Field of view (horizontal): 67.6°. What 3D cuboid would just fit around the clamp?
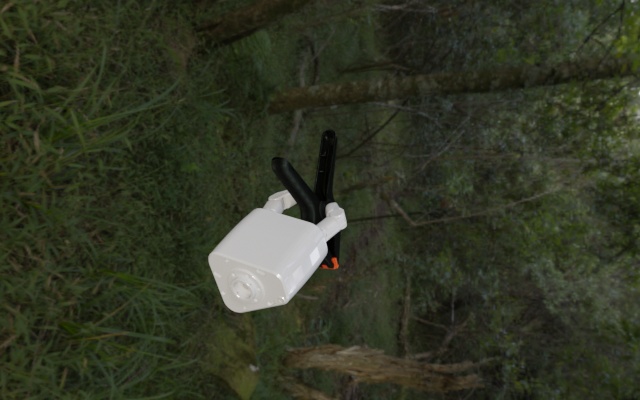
[{"bbox_3d":[0.001,0.003,0.719,0.036,0.210,0.164,1,28,31],"label":"clamp"}]
